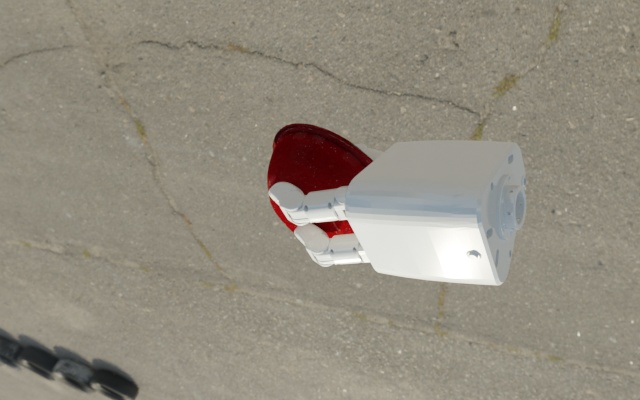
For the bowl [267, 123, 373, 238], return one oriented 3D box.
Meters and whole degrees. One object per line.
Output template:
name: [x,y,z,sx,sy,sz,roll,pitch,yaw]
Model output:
bowl: [-0.001,0.002,0.488,0.162,0.162,0.055,0,43,53]
